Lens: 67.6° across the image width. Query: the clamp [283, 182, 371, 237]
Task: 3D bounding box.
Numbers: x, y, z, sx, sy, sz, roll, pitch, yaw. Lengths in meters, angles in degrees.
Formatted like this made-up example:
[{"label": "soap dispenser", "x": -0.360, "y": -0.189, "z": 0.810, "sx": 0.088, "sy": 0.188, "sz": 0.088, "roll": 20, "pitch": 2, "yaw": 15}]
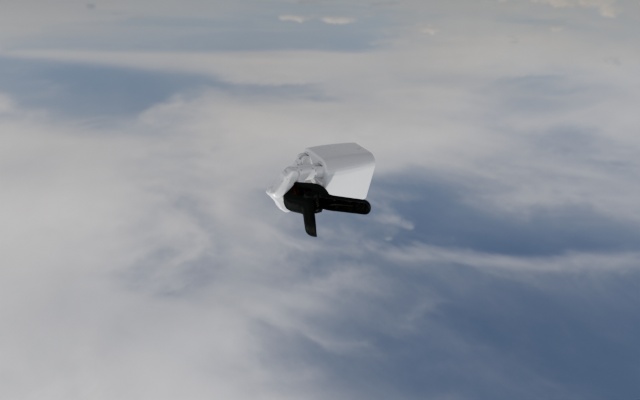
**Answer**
[{"label": "clamp", "x": 0.000, "y": 0.003, "z": 0.802, "sx": 0.120, "sy": 0.039, "sz": 0.171, "roll": -12, "pitch": 29, "yaw": -24}]
